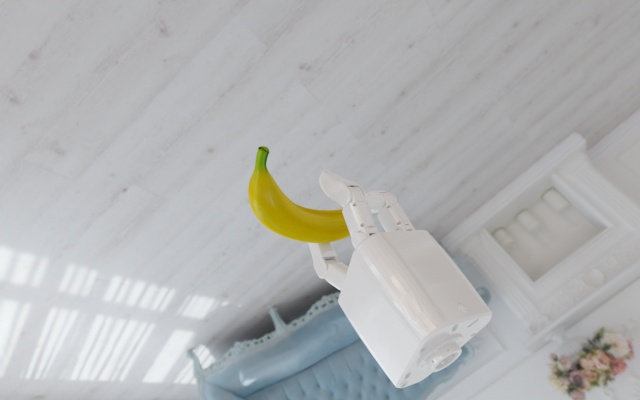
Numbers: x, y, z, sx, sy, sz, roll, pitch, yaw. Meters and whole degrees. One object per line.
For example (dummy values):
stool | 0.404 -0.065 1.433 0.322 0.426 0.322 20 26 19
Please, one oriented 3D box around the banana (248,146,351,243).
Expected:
banana | -0.014 0.014 0.510 0.198 0.069 0.037 31 17 -50
